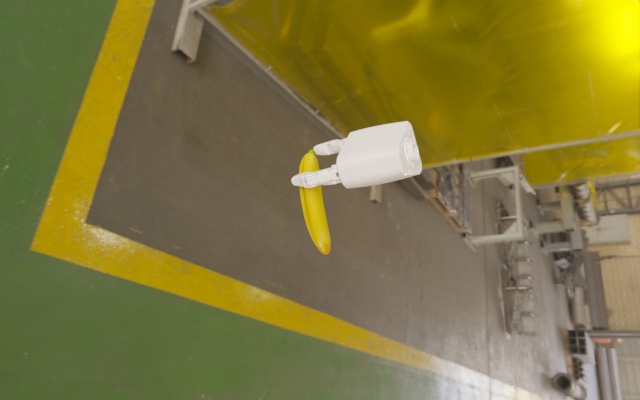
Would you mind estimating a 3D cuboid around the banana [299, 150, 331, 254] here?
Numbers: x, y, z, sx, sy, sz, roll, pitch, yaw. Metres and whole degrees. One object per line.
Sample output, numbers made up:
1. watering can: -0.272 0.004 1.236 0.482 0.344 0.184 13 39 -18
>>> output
1. banana: -0.009 -0.002 0.853 0.037 0.197 0.069 -10 -9 27
